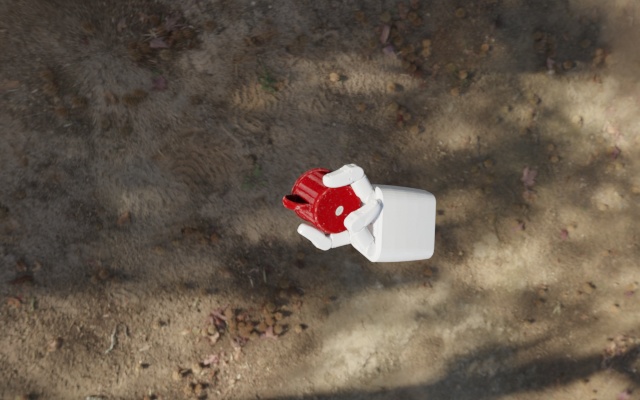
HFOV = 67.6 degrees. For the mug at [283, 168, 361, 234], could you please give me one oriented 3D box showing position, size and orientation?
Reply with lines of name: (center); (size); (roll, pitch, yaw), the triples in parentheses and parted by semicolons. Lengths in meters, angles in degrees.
mug: (-0.001, 0.002, 0.742); (0.117, 0.093, 0.081); (1, 15, -25)
